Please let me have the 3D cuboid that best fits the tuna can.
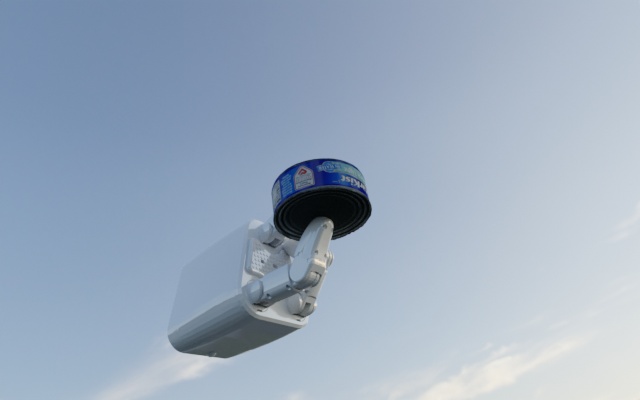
[{"bbox_3d":[0.000,0.001,0.420,0.086,0.033,0.086,-6,-34,-4],"label":"tuna can"}]
